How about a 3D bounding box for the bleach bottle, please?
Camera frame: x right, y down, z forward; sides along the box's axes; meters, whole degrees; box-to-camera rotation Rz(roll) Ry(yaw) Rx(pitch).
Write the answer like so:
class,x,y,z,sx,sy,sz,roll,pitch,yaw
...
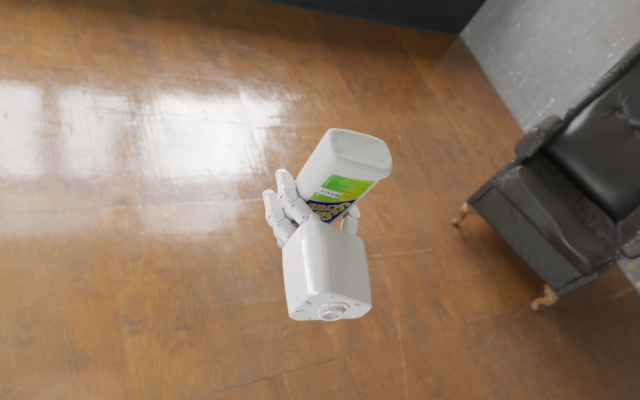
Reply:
class,x,y,z,sx,sy,sz,roll,pitch,yaw
bleach bottle,0.000,0.002,0.717,0.102,0.068,0.251,11,-39,-23
